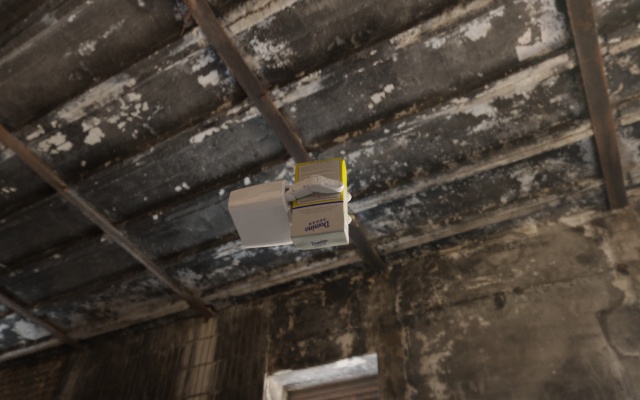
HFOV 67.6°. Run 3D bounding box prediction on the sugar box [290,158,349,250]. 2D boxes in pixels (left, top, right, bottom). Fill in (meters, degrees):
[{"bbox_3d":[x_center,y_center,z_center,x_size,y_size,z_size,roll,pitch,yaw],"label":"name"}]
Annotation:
[{"bbox_3d":[0.000,0.003,0.841,0.093,0.176,0.048,-8,-41,10],"label":"sugar box"}]
